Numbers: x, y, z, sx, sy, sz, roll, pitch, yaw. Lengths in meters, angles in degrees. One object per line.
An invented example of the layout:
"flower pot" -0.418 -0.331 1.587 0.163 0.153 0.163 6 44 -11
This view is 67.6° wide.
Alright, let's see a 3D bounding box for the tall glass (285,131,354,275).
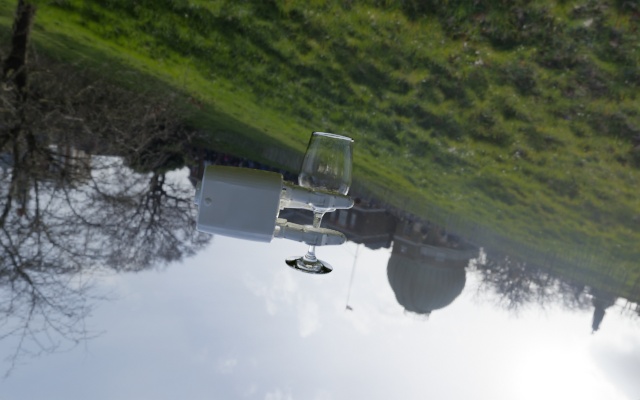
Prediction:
"tall glass" 0.000 0.003 0.706 0.079 0.201 0.079 10 10 -2
